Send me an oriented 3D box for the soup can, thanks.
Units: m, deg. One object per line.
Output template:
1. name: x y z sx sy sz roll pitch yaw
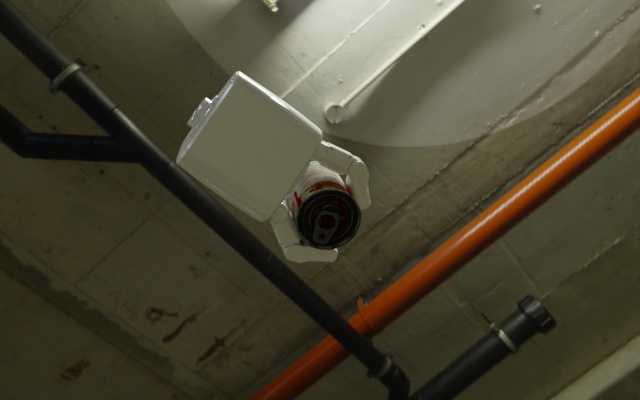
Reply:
1. soup can: 0.000 0.002 0.531 0.068 0.068 0.102 0 22 -10
